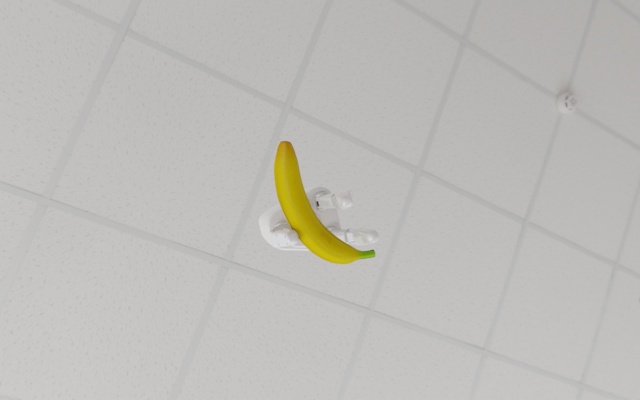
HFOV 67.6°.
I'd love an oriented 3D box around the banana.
[{"bbox_3d":[-0.012,0.016,0.633,0.069,0.198,0.037,-40,10,-9],"label":"banana"}]
